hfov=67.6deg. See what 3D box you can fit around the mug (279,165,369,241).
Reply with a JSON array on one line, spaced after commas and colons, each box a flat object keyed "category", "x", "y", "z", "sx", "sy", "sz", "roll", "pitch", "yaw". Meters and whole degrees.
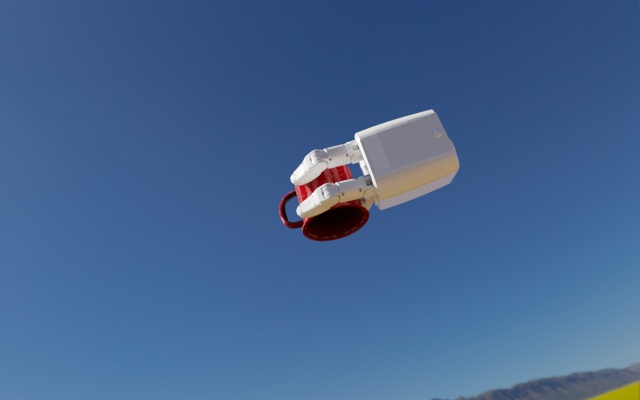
[{"category": "mug", "x": -0.001, "y": 0.002, "z": 0.660, "sx": 0.117, "sy": 0.081, "sz": 0.093, "roll": -18, "pitch": -31, "yaw": 2}]
